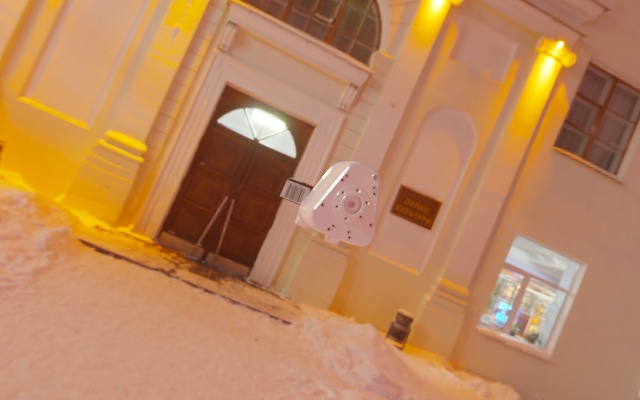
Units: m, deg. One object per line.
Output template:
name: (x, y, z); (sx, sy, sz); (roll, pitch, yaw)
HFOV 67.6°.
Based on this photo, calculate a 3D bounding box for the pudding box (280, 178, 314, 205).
pudding box: (0.000, 0.002, 0.809); (0.113, 0.039, 0.090); (24, 0, 19)
